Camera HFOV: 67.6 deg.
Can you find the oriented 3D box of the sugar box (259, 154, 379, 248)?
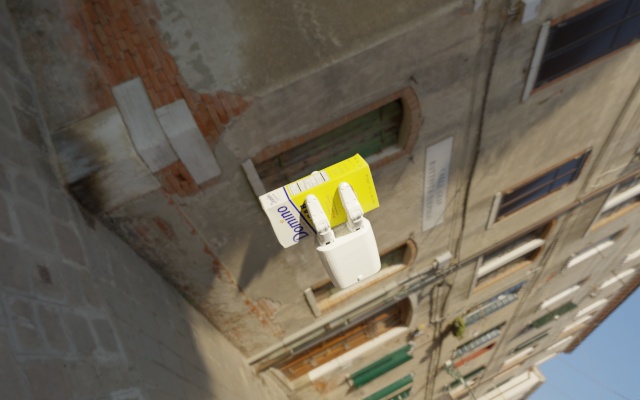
[{"bbox_3d":[0.000,0.003,0.772,0.176,0.093,0.048,-26,38,-6],"label":"sugar box"}]
